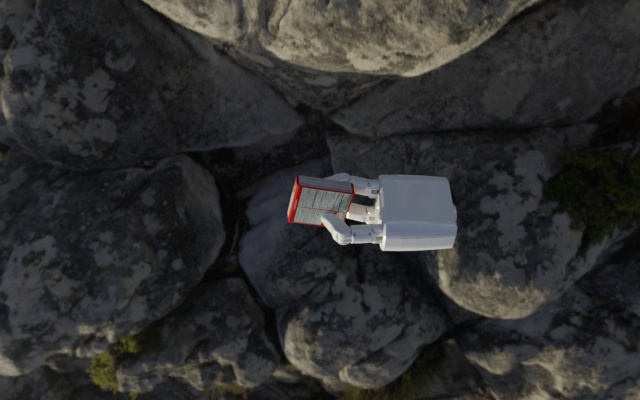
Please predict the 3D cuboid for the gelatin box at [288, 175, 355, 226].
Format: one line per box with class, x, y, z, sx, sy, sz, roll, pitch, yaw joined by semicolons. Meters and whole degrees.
gelatin box;0.000;0.003;0.724;0.089;0.073;0.030;7;40;-12
